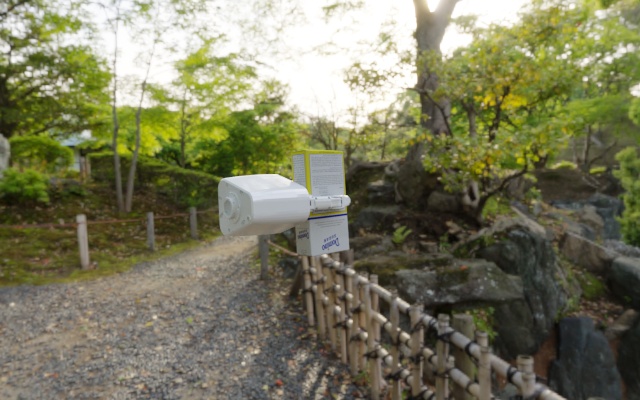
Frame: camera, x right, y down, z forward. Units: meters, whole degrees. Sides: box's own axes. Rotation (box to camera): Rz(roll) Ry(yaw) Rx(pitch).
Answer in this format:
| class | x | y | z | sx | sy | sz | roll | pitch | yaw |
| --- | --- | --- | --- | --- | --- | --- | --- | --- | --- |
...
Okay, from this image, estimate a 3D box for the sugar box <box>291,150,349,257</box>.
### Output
| class | x | y | z | sx | sy | sz | roll | pitch | yaw |
| --- | --- | --- | --- | --- | --- | --- | --- | --- | --- |
| sugar box | 0.000 | 0.003 | 0.820 | 0.093 | 0.176 | 0.048 | -4 | 4 | -42 |
